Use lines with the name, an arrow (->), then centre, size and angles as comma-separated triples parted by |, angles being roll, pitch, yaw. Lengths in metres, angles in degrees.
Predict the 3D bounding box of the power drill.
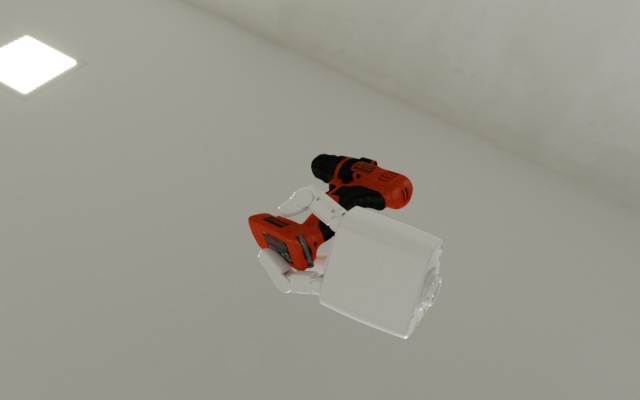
power drill -> 0.000, 0.002, 0.634 | 0.187, 0.057, 0.184 | -36, 34, -25
